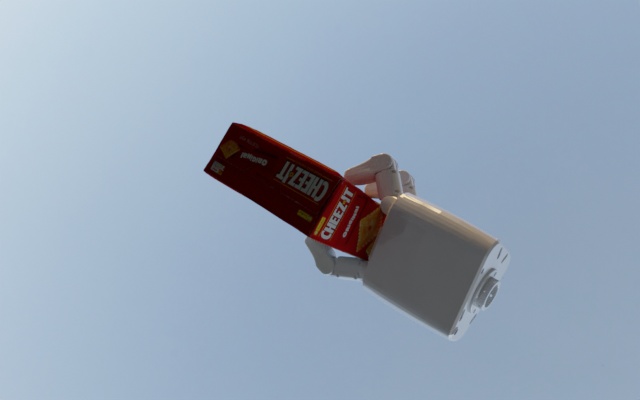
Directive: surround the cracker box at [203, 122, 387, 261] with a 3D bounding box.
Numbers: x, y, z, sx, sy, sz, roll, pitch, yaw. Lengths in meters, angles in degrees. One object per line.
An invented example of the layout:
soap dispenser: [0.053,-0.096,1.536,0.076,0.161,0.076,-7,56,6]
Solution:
cracker box: [0.000,0.002,0.550,0.164,0.072,0.214,29,-1,34]
